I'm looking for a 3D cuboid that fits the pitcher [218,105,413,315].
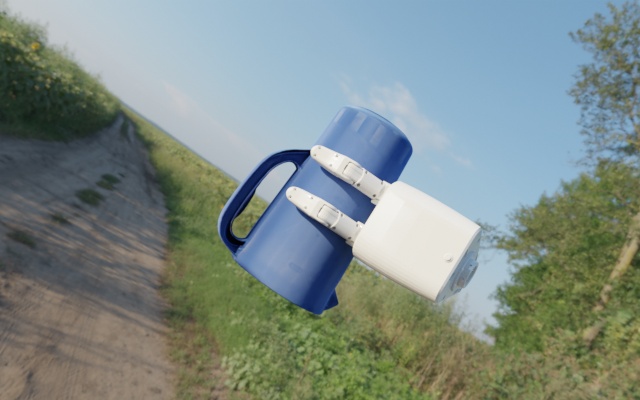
[{"bbox_3d":[0.000,0.002,0.591,0.145,0.243,0.149,31,-5,28],"label":"pitcher"}]
